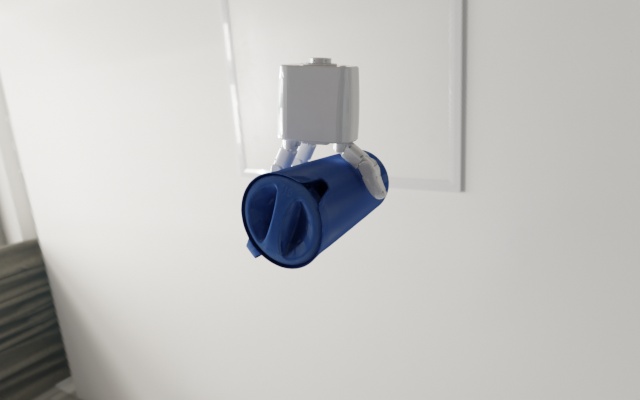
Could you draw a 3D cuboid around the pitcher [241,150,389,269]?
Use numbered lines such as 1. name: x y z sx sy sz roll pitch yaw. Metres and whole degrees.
1. pitcher: 0.000 0.002 0.721 0.149 0.145 0.242 10 21 30
